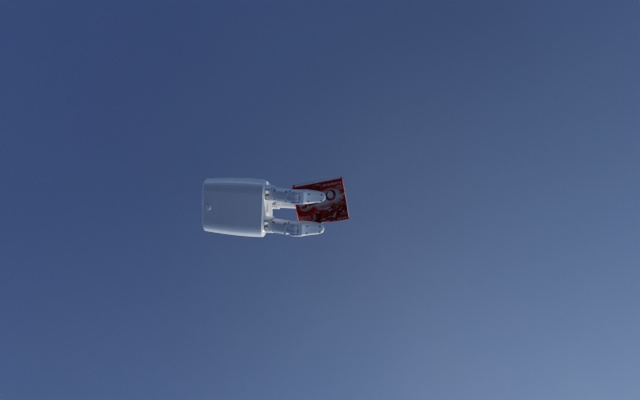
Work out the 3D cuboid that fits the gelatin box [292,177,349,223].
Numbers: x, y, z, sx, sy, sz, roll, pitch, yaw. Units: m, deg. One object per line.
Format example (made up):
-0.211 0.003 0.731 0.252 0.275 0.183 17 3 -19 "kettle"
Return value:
0.000 0.003 0.827 0.089 0.073 0.030 -10 10 1 "gelatin box"
